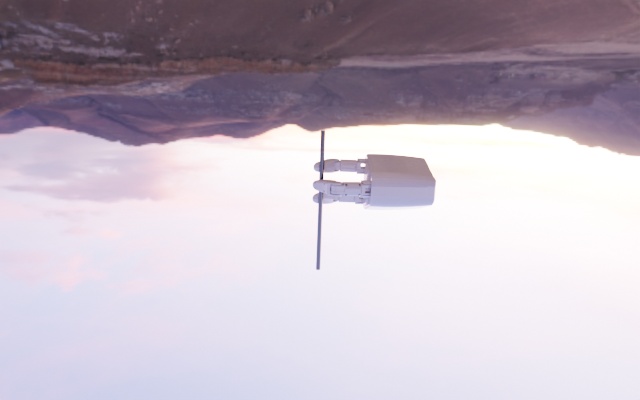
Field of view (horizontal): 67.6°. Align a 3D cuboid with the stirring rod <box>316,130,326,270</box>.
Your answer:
[{"bbox_3d":[0.000,0.003,0.809,0.011,0.239,0.011,2,12,0],"label":"stirring rod"}]
